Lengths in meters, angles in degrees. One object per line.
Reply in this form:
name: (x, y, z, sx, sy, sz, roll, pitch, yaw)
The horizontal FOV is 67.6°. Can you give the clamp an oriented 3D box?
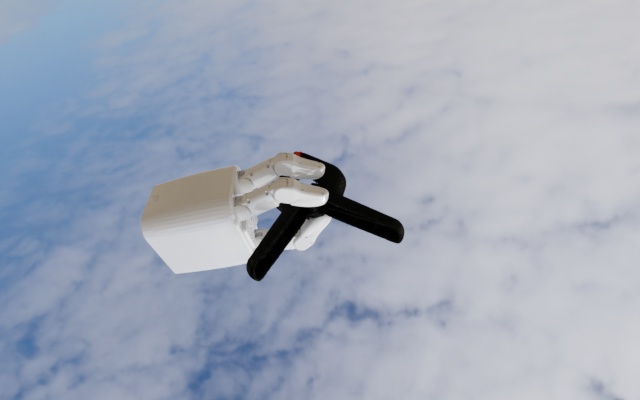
clamp: (0.000, 0.002, 0.555, 0.164, 0.036, 0.209, -10, 35, 3)
